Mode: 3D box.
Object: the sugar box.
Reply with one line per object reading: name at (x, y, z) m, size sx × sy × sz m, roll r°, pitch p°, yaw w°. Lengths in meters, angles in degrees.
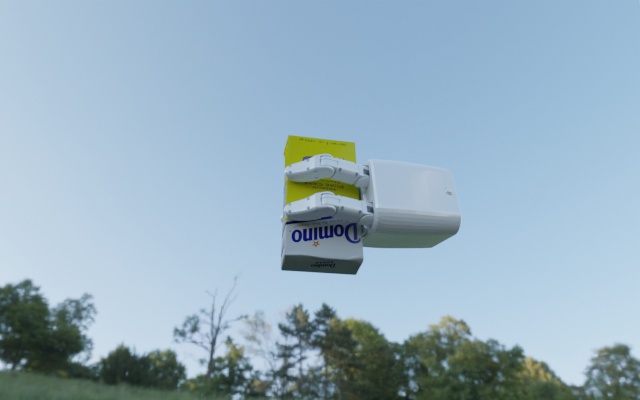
sugar box at (0.000, 0.002, 0.590) m, size 0.093 × 0.176 × 0.048 m, roll 4°, pitch -36°, yaw -10°
